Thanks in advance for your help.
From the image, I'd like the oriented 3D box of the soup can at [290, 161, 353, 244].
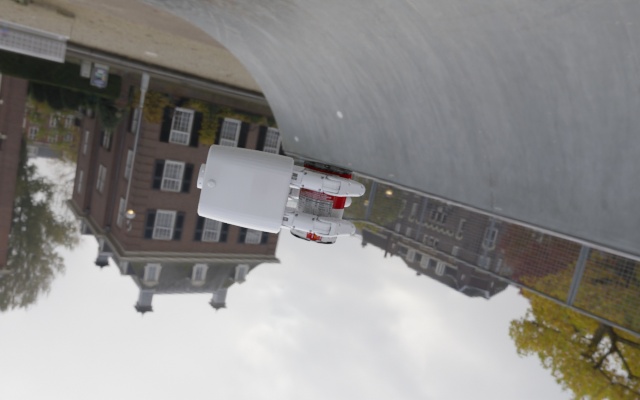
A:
[{"bbox_3d":[0.001,0.003,0.658,0.068,0.102,0.068,12,8,-2],"label":"soup can"}]
